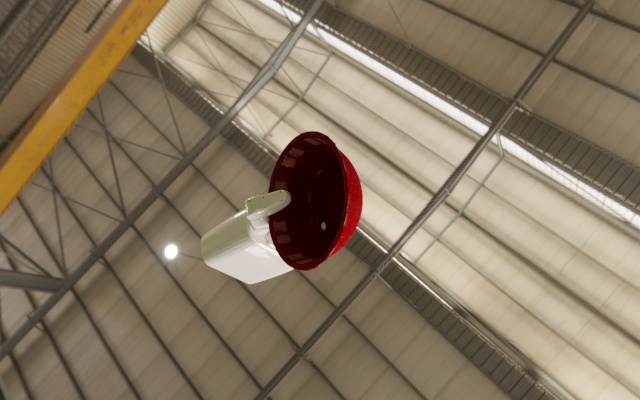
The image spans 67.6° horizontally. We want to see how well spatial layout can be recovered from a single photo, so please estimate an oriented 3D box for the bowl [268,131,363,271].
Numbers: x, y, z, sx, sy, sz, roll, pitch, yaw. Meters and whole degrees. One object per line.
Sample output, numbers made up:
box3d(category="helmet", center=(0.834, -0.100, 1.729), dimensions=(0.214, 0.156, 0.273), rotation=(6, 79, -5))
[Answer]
box3d(category="bowl", center=(0.001, 0.002, 0.565), dimensions=(0.055, 0.162, 0.162), rotation=(5, -3, -36))
